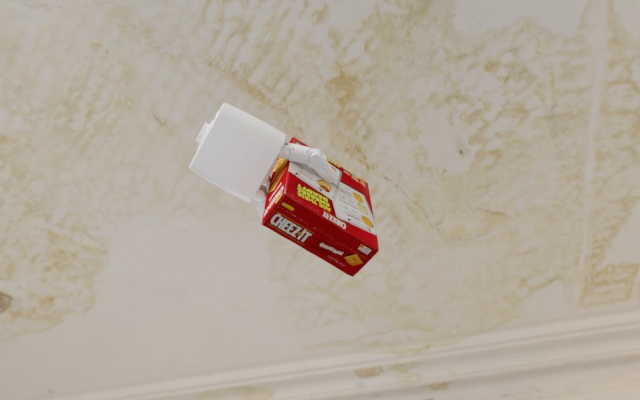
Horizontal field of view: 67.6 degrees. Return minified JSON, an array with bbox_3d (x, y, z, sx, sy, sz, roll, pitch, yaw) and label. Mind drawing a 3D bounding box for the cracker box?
[{"bbox_3d":[0.000,0.002,0.761,0.164,0.072,0.213,31,25,-15],"label":"cracker box"}]
